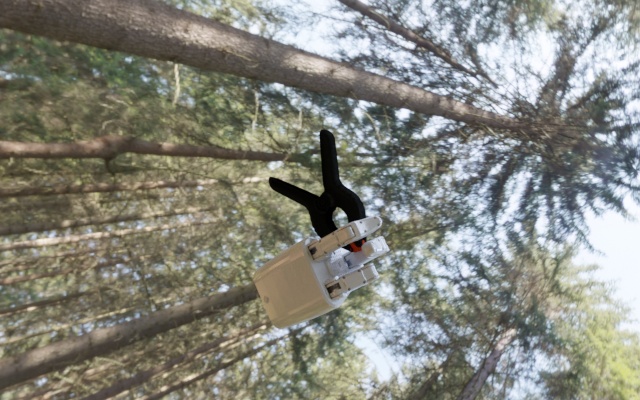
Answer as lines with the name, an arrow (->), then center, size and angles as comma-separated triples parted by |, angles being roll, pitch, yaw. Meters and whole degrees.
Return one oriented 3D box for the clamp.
clamp -> 0.001, 0.002, 0.660 | 0.120, 0.171, 0.039 | -32, -14, 31
